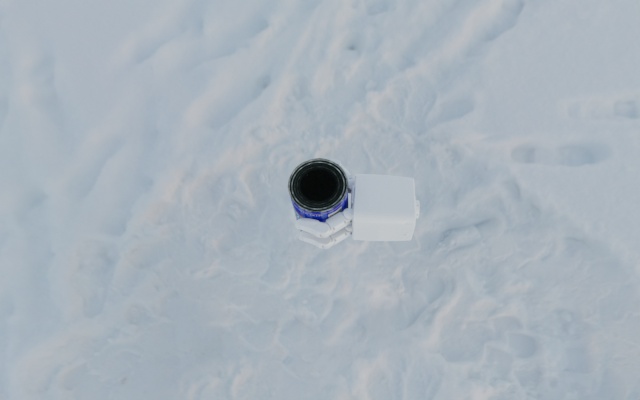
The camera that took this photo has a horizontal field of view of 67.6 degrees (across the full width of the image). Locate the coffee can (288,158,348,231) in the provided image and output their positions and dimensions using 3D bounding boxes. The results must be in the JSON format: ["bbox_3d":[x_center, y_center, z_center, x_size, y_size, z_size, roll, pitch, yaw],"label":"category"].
[{"bbox_3d":[0.000,0.003,0.864,0.103,0.102,0.140,0,-25,4],"label":"coffee can"}]
